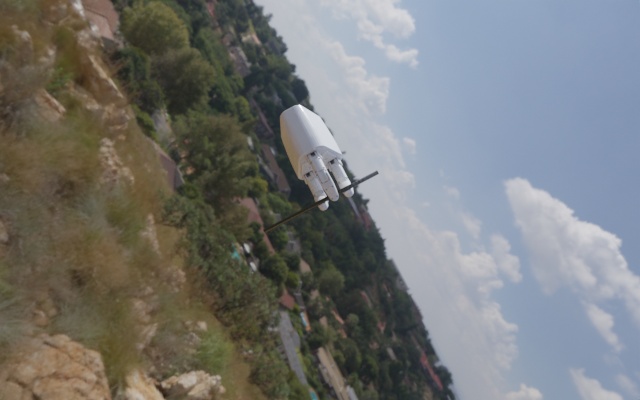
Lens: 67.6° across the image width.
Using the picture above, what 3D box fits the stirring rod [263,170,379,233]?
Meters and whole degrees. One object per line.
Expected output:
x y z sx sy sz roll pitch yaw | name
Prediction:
0.000 0.003 0.893 0.239 0.011 0.011 -28 -2 4 | stirring rod
